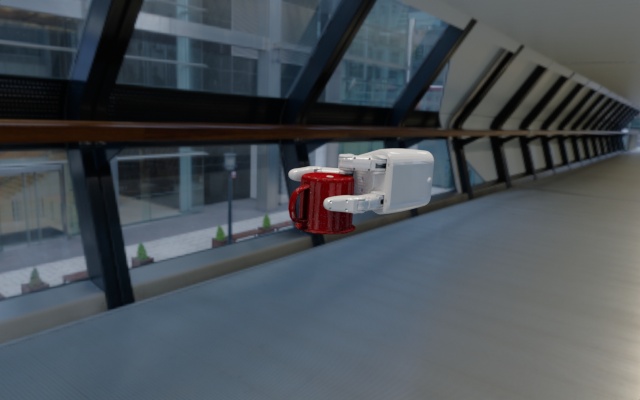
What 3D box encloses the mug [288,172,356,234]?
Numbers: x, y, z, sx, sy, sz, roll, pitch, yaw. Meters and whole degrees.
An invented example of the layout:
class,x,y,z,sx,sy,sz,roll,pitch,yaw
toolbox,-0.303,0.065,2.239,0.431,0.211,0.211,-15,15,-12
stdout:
class,x,y,z,sx,sy,sz,roll,pitch,yaw
mug,-0.001,0.002,0.722,0.117,0.081,0.093,-6,13,-39
